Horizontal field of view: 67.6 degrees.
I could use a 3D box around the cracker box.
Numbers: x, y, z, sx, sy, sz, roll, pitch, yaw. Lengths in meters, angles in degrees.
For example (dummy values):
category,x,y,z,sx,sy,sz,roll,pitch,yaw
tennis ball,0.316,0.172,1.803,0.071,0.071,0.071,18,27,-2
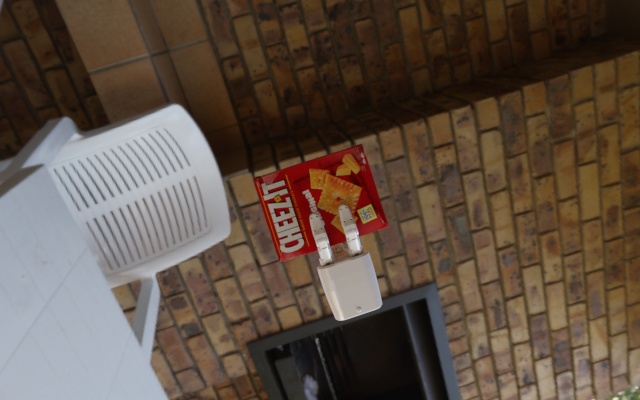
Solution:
category,x,y,z,sx,sy,sz,roll,pitch,yaw
cracker box,0.000,0.003,0.892,0.213,0.164,0.072,-18,4,-3
